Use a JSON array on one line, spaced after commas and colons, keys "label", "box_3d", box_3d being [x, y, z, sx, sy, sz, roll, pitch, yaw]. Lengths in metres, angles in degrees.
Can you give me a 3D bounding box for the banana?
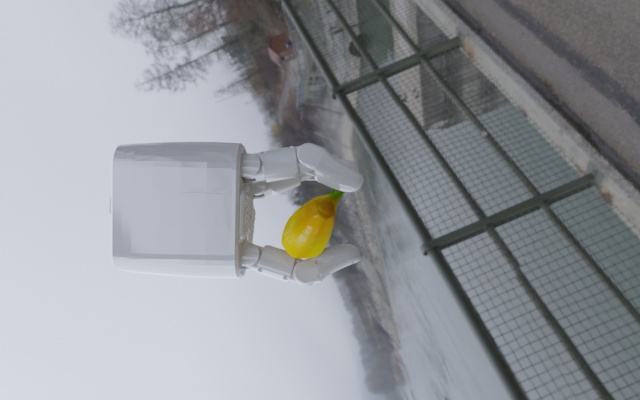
[{"label": "banana", "box_3d": [-0.008, 0.018, 0.409, 0.037, 0.069, 0.198, 26, 9, 1]}]
